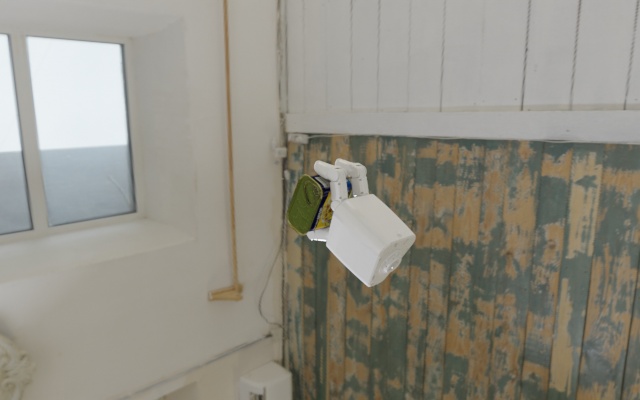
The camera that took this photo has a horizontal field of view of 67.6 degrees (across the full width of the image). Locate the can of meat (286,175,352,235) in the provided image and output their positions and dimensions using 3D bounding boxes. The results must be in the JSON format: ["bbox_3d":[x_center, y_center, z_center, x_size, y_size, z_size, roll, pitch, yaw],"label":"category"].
[{"bbox_3d":[0.000,0.003,0.812,0.084,0.102,0.057,-11,43,-44],"label":"can of meat"}]
